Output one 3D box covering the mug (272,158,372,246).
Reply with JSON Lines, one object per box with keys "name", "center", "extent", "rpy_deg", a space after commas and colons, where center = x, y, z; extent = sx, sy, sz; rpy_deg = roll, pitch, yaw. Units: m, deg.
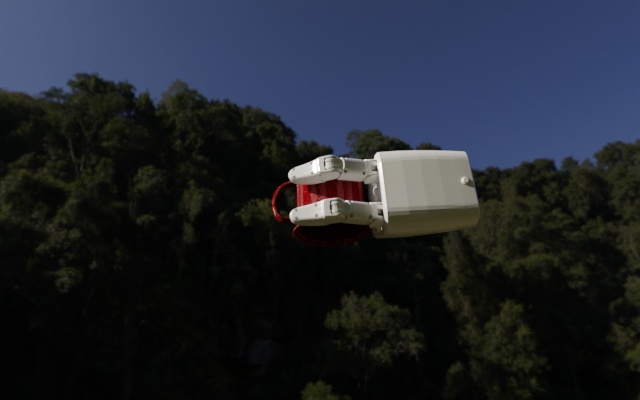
{"name": "mug", "center": [-0.001, 0.002, 0.581], "extent": [0.117, 0.081, 0.093], "rpy_deg": [-2, -26, -3]}
